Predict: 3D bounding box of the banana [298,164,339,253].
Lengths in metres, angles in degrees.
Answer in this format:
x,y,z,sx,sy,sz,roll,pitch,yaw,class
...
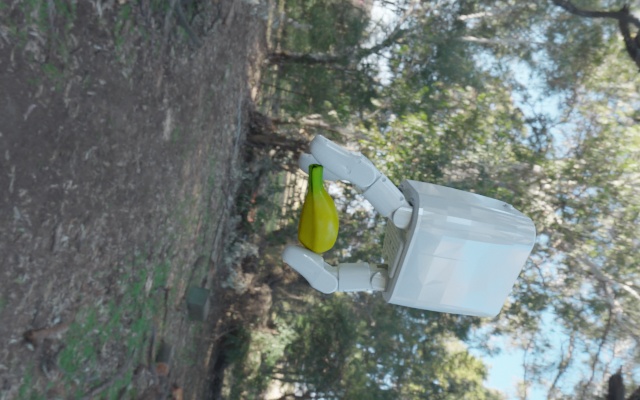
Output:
x,y,z,sx,sy,sz,roll,pitch,yaw,class
-0.002,0.019,0.479,0.037,0.069,0.198,9,-10,-2,banana
